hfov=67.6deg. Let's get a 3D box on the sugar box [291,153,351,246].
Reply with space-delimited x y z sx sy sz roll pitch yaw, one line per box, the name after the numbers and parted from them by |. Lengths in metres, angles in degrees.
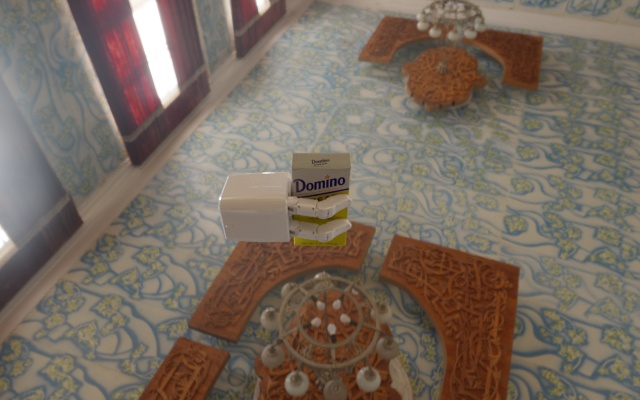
0.000 0.003 0.790 0.093 0.048 0.176 0 -45 0 | sugar box
